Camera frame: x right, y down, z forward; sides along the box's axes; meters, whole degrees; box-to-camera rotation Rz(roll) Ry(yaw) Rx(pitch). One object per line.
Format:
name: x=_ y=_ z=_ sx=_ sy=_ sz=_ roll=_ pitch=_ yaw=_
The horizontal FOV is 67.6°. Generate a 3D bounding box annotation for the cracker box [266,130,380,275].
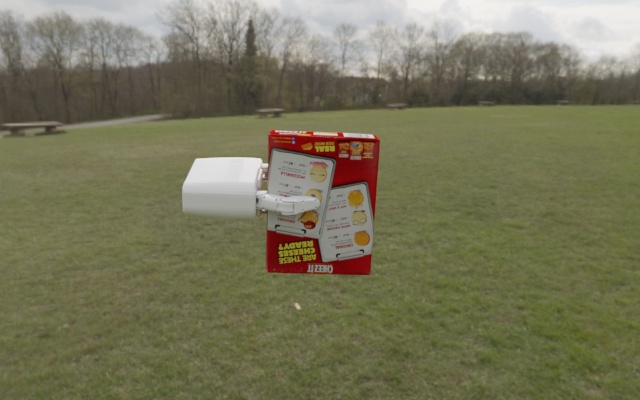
cracker box: x=0.000 y=0.002 z=0.737 sx=0.164 sy=0.214 sz=0.072 roll=2 pitch=15 yaw=-2
